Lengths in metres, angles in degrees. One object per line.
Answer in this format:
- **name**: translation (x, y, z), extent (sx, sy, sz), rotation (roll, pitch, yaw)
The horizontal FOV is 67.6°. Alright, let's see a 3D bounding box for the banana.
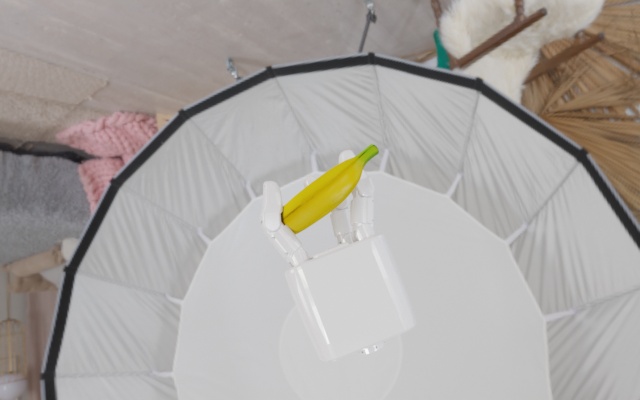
- **banana**: translation (-0.010, 0.007, 0.533), extent (0.069, 0.037, 0.198), rotation (-28, -6, -43)
